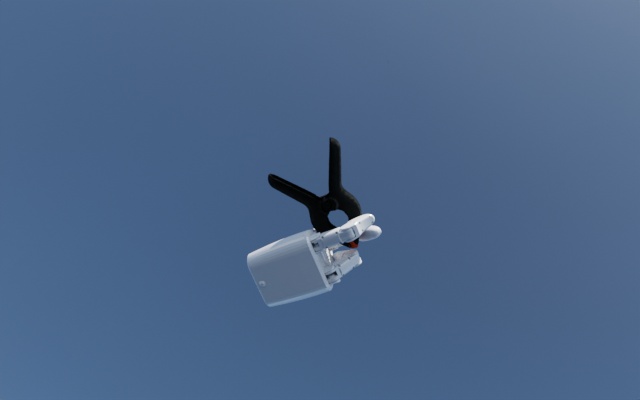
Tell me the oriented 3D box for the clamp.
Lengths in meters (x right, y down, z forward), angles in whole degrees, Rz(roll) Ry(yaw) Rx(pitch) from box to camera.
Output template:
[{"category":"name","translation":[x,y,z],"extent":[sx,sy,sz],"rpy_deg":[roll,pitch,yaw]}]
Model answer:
[{"category":"clamp","translation":[0.000,0.002,0.726],"extent":[0.120,0.171,0.039],"rpy_deg":[-20,12,14]}]
